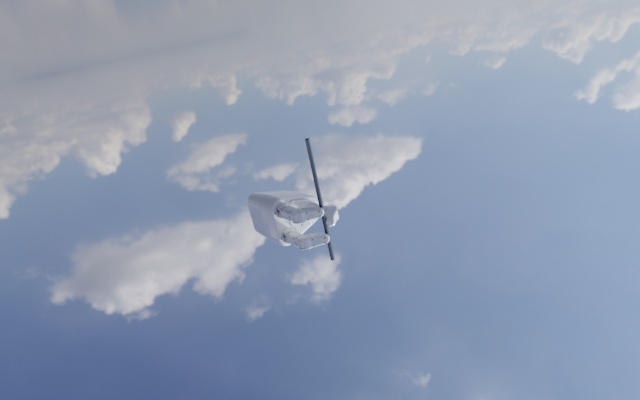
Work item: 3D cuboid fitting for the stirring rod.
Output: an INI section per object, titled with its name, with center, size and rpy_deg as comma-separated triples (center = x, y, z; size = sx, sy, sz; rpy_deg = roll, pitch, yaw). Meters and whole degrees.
[stirring rod]
center = 0.000, 0.003, 0.873
size = 0.011, 0.240, 0.011
rpy_deg = -10, 21, 4
